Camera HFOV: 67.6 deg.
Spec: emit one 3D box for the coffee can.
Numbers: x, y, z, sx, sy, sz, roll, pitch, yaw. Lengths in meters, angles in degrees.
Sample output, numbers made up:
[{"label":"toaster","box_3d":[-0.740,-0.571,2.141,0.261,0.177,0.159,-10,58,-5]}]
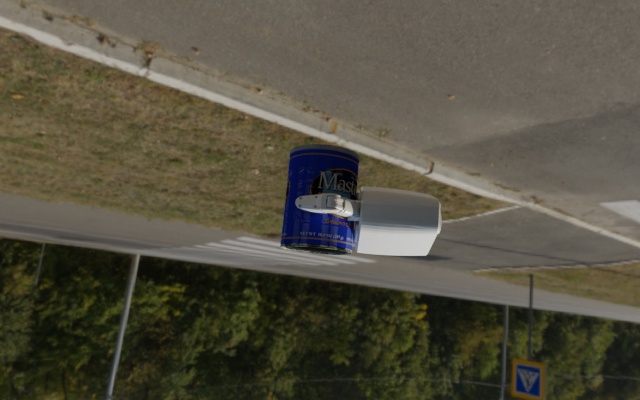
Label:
[{"label":"coffee can","box_3d":[0.000,0.002,0.681,0.103,0.140,0.103,5,-11,1]}]
